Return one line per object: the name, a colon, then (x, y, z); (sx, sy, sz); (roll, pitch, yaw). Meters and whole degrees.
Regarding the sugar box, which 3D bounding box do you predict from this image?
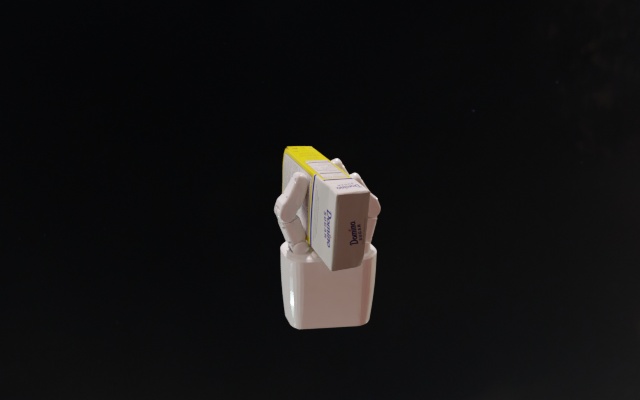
sugar box: (0.001, 0.002, 0.576); (0.048, 0.093, 0.176); (-6, 25, -23)
